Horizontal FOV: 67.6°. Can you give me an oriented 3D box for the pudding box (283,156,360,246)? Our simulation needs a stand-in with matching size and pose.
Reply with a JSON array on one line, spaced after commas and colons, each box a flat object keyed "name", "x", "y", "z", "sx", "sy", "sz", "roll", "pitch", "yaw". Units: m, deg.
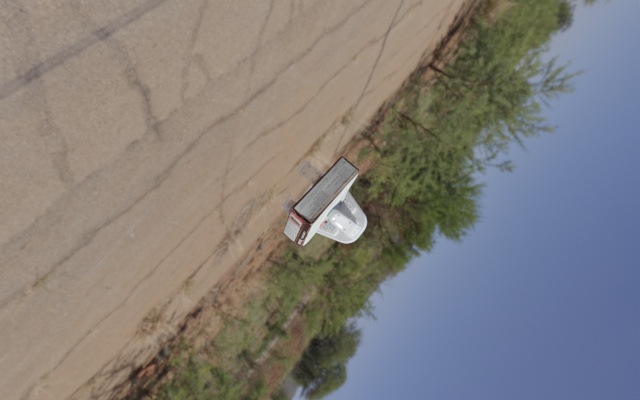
[{"name": "pudding box", "x": 0.000, "y": 0.002, "z": 0.667, "sx": 0.039, "sy": 0.113, "sz": 0.090, "roll": 37, "pitch": -27, "yaw": 7}]
